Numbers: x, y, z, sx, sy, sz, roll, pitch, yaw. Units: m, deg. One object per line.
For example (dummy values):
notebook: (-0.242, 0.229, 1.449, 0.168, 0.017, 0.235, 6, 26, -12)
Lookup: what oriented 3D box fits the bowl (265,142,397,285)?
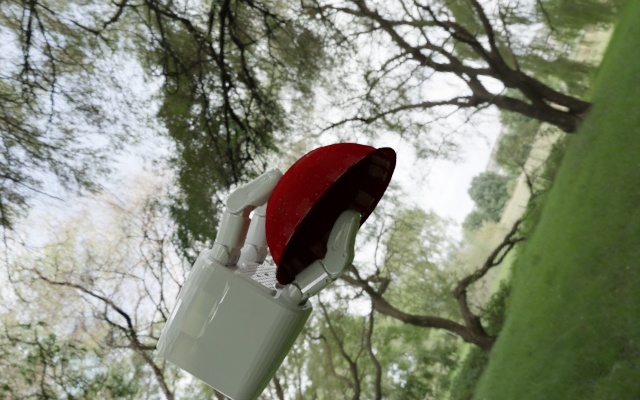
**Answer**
bowl: (0.001, 0.000, 0.450, 0.055, 0.162, 0.162, 41, 16, 19)
